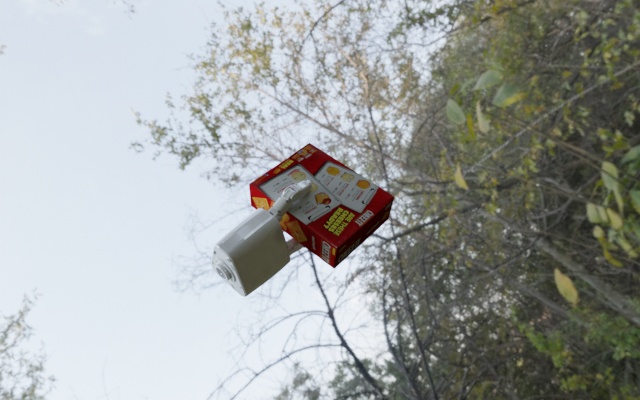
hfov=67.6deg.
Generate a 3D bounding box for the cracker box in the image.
[{"bbox_3d":[0.000,0.003,0.882,0.213,0.072,0.164,35,55,25],"label":"cracker box"}]
